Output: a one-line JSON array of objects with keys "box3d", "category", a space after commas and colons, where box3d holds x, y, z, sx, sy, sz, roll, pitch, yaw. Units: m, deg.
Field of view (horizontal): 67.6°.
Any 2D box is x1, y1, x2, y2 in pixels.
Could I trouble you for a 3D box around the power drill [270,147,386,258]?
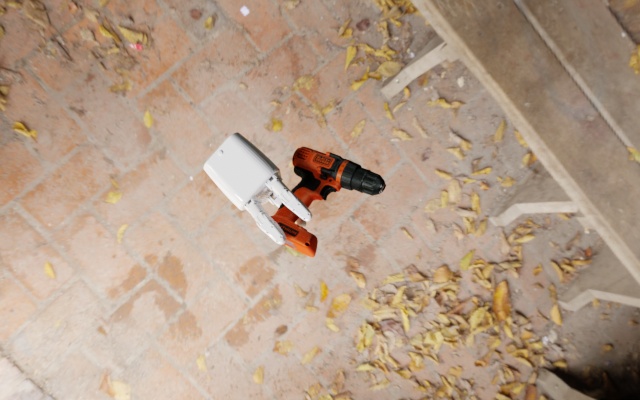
[{"box3d": [0.000, 0.003, 0.844, 0.184, 0.187, 0.057, 21, -22, 25], "category": "power drill"}]
